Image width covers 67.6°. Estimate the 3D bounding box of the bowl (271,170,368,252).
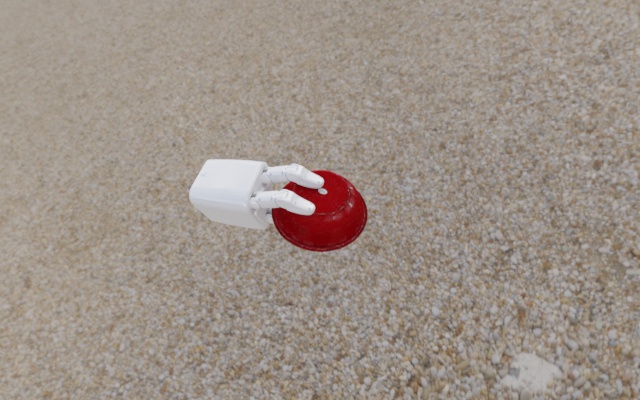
[{"bbox_3d":[0.001,0.002,0.782,0.162,0.162,0.055,0,-38,-4],"label":"bowl"}]
